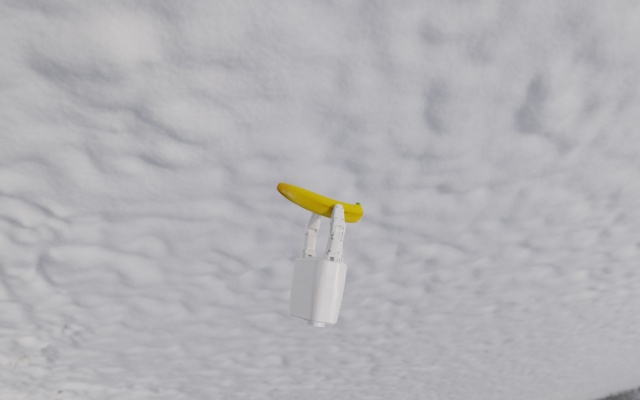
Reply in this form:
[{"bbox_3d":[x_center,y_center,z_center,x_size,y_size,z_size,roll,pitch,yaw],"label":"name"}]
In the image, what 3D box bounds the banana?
[{"bbox_3d":[0.012,0.010,0.881,0.198,0.037,0.069,16,10,-35],"label":"banana"}]
